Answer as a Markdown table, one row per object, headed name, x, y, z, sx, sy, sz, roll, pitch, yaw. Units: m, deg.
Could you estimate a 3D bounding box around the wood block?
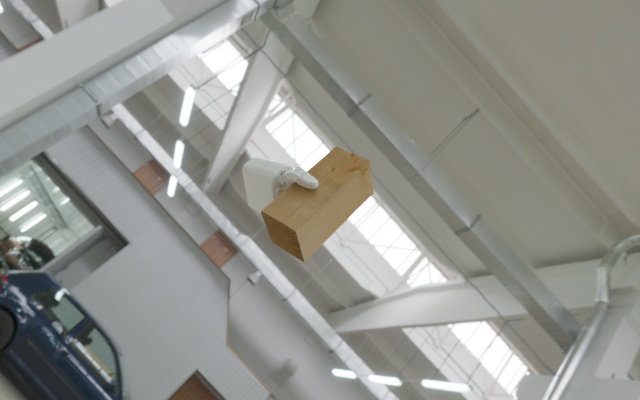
| name | x | y | z | sx | sy | sz | roll | pitch | yaw |
| --- | --- | --- | --- | --- | --- | --- | --- | --- | --- |
| wood block | 0.000 | 0.002 | 0.893 | 0.090 | 0.091 | 0.206 | 28 | 58 | 33 |
